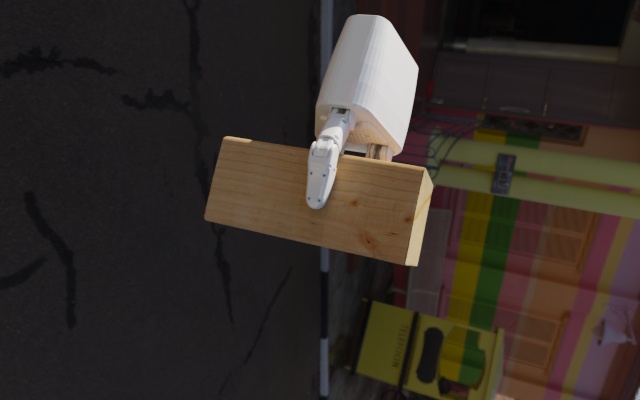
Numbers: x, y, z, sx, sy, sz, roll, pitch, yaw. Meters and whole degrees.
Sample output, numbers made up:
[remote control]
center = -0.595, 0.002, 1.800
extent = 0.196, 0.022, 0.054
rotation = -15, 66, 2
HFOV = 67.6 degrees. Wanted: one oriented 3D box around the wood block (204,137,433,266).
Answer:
[wood block]
center = 0.000, 0.001, 0.489
extent = 0.206, 0.090, 0.091
rotation = 11, -5, 19
